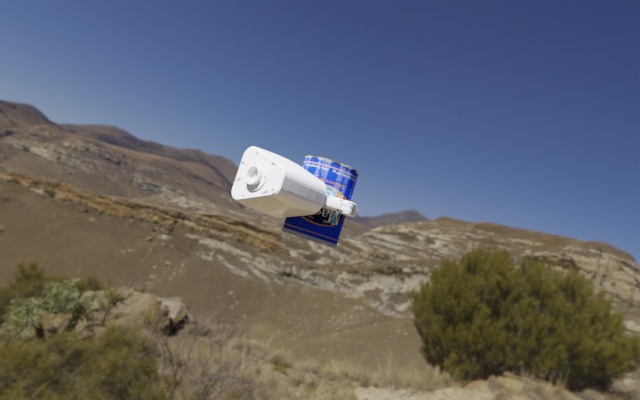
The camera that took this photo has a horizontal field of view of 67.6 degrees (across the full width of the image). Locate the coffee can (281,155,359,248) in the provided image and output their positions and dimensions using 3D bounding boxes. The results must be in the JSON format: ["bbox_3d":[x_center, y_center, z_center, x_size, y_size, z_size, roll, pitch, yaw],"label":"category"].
[{"bbox_3d":[0.000,0.003,0.852,0.103,0.140,0.103,18,-4,1],"label":"coffee can"}]
